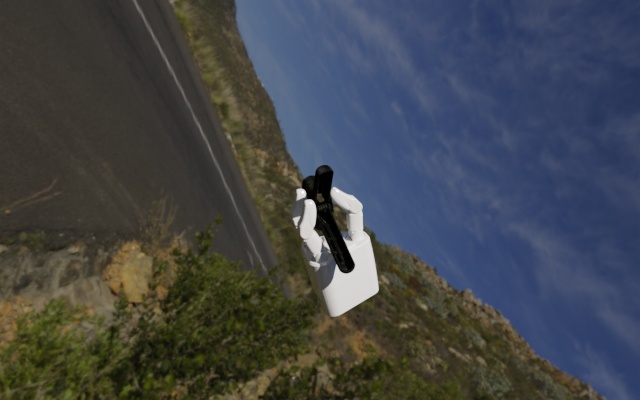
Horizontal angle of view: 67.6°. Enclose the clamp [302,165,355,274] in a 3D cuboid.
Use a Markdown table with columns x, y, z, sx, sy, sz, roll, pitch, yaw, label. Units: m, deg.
| x | y | z | sx | sy | sz | roll | pitch | yaw | label |
| --- | --- | --- | --- | --- | --- | --- | --- | --- | --- |
| 0.001 | 0.002 | 0.761 | 0.036 | 0.165 | 0.210 | -15 | 22 | -10 | clamp |
